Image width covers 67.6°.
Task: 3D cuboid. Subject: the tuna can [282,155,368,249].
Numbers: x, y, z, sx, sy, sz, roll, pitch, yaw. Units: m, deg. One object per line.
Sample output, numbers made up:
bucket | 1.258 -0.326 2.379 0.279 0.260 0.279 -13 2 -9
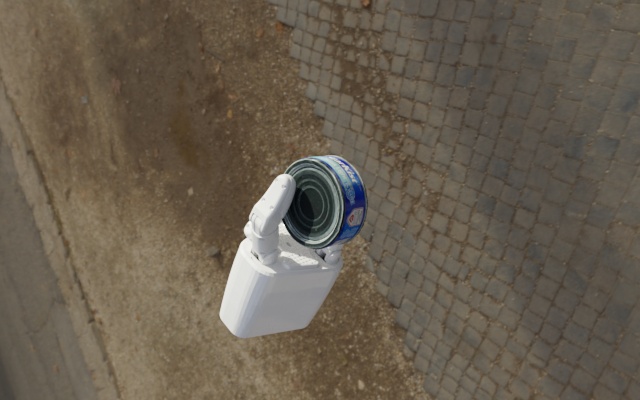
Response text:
tuna can | 0.000 0.001 0.443 0.086 0.086 0.034 0 6 43
